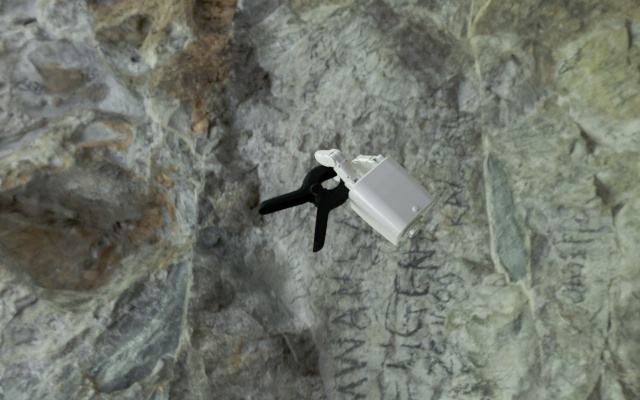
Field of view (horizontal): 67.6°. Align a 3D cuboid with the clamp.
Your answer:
[{"bbox_3d":[0.000,0.003,0.764,0.171,0.120,0.039,-39,-16,-23],"label":"clamp"}]
